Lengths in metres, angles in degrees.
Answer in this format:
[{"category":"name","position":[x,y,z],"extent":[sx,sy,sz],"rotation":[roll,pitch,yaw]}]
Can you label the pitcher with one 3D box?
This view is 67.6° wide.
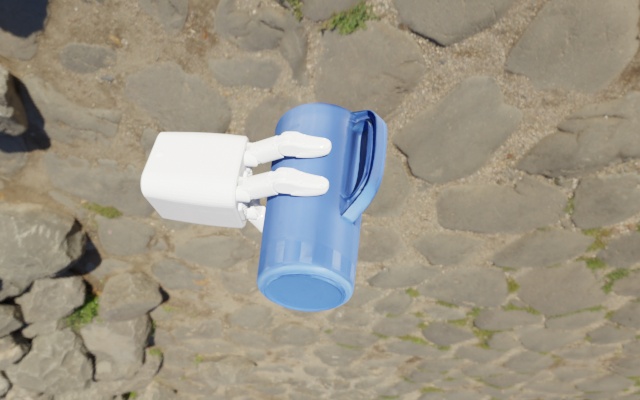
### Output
[{"category":"pitcher","position":[0.000,0.002,0.586],"extent":[0.145,0.242,0.149],"rotation":[5,-36,1]}]
